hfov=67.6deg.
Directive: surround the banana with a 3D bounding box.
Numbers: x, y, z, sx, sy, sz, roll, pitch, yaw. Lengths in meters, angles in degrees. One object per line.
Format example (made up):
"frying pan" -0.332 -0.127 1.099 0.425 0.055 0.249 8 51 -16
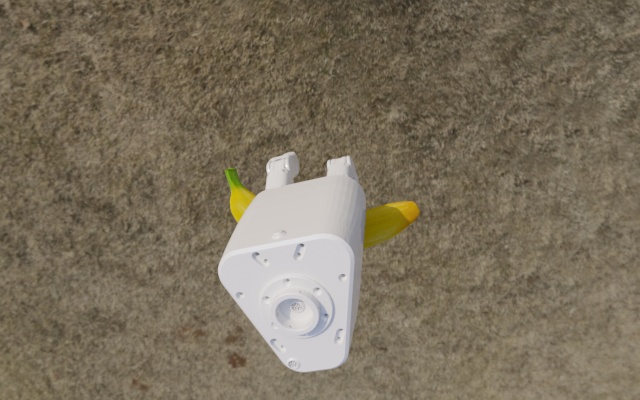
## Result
"banana" -0.006 0.019 0.466 0.198 0.069 0.037 11 10 7
